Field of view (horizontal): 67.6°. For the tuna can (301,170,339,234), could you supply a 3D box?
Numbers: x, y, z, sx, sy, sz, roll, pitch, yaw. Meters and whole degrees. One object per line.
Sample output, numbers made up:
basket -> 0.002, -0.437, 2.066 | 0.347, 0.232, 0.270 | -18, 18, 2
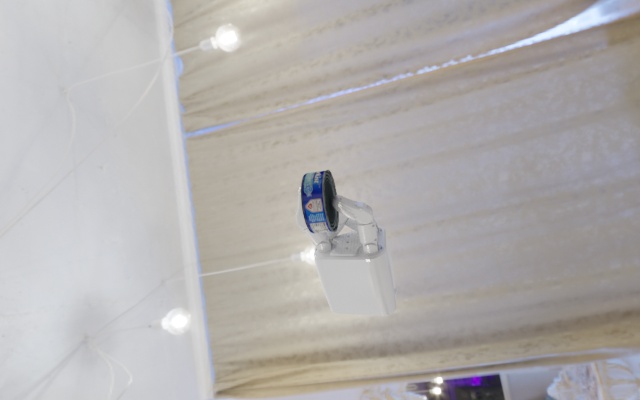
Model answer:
tuna can -> 0.000, 0.002, 0.656 | 0.034, 0.086, 0.086 | -7, -2, 13
